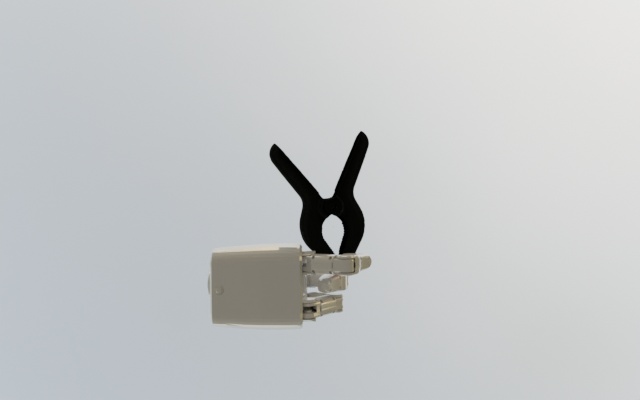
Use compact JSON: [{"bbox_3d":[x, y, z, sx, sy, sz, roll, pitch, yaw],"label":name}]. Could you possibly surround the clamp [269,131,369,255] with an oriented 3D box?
[{"bbox_3d":[0.000,0.002,0.573,0.120,0.171,0.039,-1,-3,-3],"label":"clamp"}]
